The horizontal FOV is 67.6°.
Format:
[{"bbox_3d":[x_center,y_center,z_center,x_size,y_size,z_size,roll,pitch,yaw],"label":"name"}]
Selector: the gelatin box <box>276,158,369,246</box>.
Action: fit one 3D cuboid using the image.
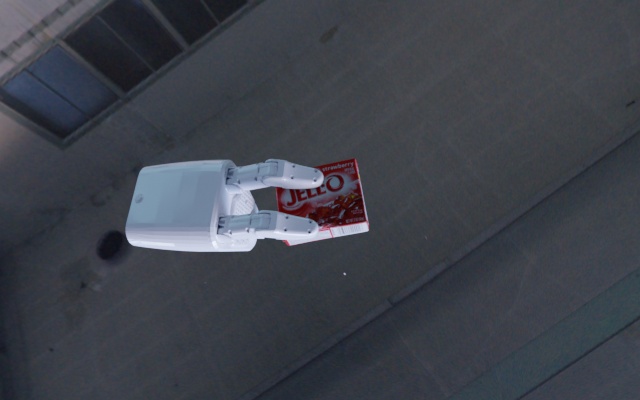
[{"bbox_3d":[0.000,0.002,0.494,0.089,0.073,0.030,-11,-25,6],"label":"gelatin box"}]
